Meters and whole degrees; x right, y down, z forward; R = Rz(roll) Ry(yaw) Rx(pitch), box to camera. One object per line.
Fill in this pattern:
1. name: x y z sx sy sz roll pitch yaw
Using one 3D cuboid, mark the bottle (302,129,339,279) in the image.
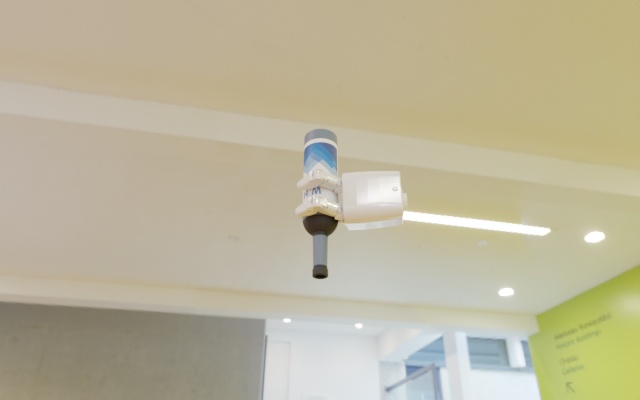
1. bottle: 0.000 0.003 0.889 0.069 0.295 0.069 0 -30 0
